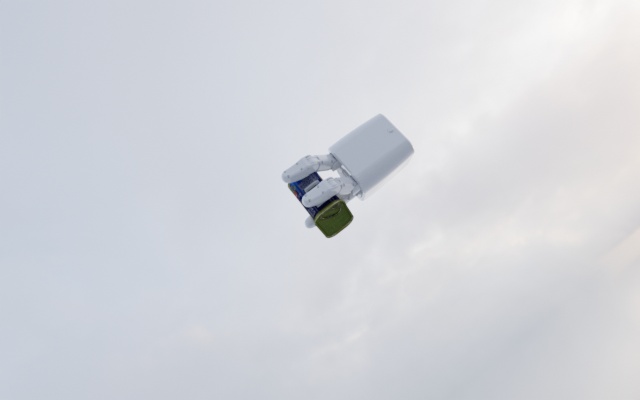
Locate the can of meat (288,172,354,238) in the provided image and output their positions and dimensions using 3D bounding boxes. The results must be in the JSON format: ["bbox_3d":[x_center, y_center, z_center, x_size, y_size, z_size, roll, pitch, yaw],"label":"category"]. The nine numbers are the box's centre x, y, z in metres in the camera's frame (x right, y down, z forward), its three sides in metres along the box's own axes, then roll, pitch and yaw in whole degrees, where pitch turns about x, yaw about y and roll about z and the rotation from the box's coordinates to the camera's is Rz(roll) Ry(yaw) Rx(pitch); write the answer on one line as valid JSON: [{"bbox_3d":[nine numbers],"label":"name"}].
[{"bbox_3d":[0.000,0.002,0.764,0.057,0.084,0.102,-38,-26,-1],"label":"can of meat"}]
